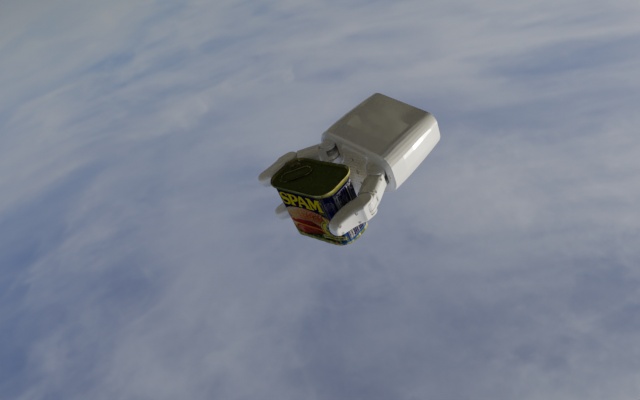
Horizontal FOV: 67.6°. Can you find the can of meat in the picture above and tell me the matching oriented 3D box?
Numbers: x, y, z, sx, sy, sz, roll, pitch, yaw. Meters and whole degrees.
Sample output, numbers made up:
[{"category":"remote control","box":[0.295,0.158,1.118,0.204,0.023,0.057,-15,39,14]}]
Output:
[{"category":"can of meat","box":[0.000,0.002,0.575,0.102,0.084,0.057,14,50,42]}]
